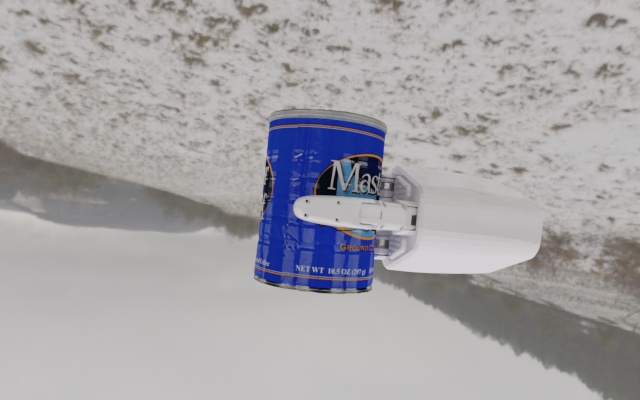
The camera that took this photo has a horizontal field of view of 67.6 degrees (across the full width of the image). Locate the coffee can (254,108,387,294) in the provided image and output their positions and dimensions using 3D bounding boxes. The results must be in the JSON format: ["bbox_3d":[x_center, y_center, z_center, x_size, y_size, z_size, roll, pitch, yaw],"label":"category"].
[{"bbox_3d":[0.000,0.001,0.413,0.103,0.140,0.103,5,-1,0],"label":"coffee can"}]
